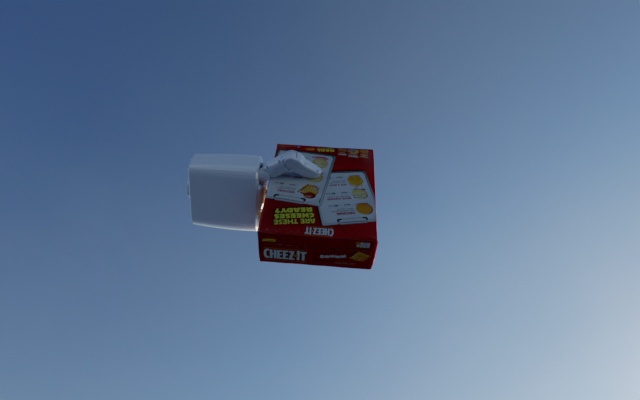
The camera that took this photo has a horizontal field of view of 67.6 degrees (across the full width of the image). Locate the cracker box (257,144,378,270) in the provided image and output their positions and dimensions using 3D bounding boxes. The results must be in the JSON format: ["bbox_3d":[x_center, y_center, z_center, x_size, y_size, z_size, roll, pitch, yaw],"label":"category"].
[{"bbox_3d":[0.000,0.002,0.735,0.164,0.072,0.213,4,41,1],"label":"cracker box"}]
